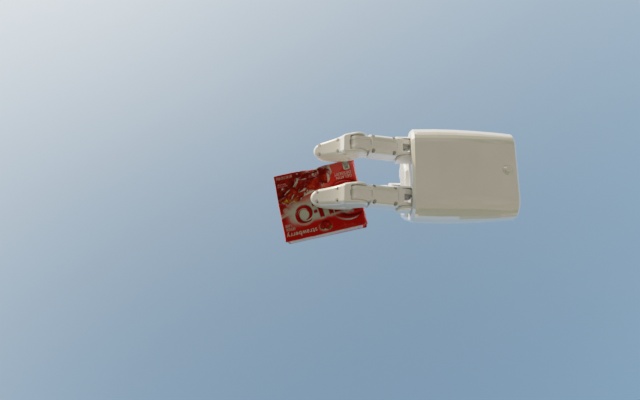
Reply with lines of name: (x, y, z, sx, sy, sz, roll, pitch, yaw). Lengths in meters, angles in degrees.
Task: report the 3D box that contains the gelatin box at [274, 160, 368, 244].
gelatin box: (0.000, 0.002, 0.514, 0.089, 0.073, 0.030, -12, -11, 3)
